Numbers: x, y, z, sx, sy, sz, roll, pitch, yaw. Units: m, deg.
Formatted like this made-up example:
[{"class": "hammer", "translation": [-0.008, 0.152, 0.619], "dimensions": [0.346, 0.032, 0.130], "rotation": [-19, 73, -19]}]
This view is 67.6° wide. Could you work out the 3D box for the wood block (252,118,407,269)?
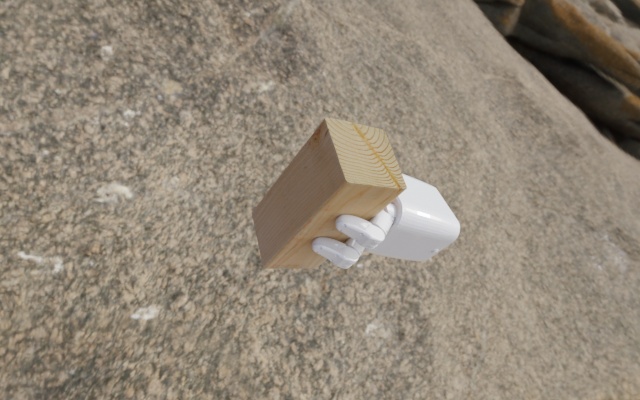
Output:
[{"class": "wood block", "translation": [0.000, 0.002, 0.604], "dimensions": [0.090, 0.090, 0.206], "rotation": [5, -35, -33]}]
